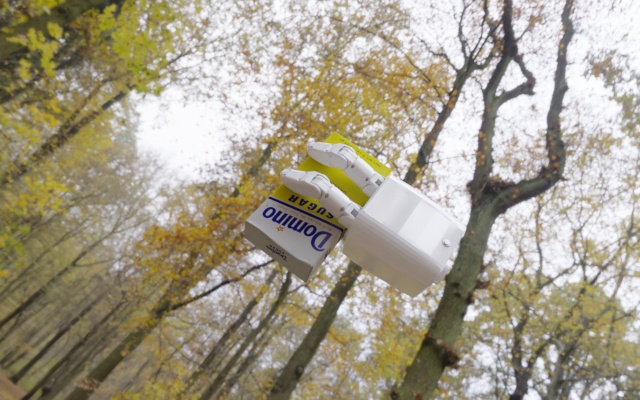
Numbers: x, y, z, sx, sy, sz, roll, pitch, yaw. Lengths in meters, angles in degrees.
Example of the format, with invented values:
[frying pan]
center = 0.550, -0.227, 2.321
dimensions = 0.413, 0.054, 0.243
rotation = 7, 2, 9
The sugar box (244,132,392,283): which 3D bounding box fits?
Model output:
[sugar box]
center = 0.000, 0.002, 0.569
dimensions = 0.093, 0.176, 0.048
rotation = 34, -35, 11
